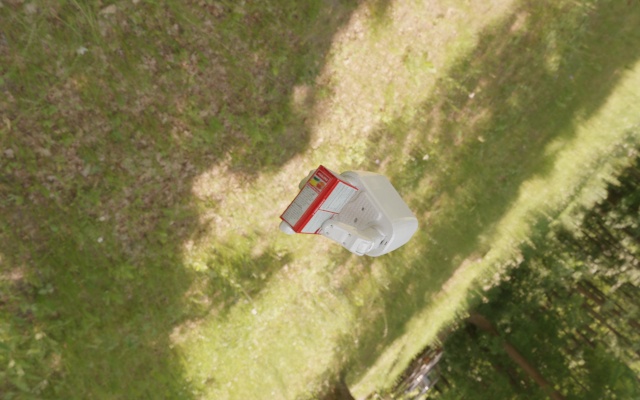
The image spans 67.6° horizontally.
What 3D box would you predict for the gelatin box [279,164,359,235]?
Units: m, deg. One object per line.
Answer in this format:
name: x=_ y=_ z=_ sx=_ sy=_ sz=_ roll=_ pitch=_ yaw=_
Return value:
gelatin box: x=0.000 y=0.002 z=0.538 sx=0.030 sy=0.073 sz=0.089 roll=41 pitch=8 yaw=17
